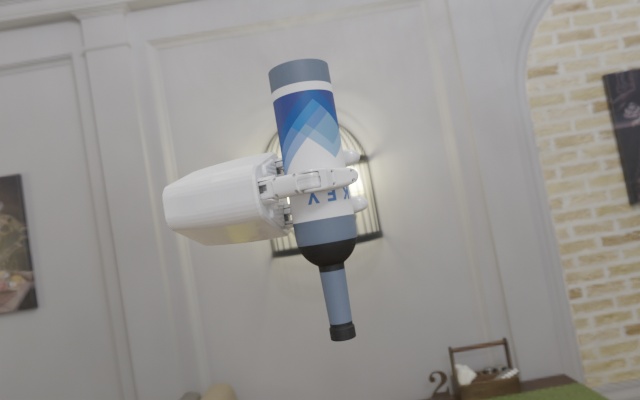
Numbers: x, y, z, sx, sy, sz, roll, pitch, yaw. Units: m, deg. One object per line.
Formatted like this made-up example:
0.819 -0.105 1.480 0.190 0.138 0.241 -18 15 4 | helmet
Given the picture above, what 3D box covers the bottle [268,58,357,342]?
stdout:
0.000 0.001 0.515 0.069 0.295 0.069 -10 -3 0 | bottle
